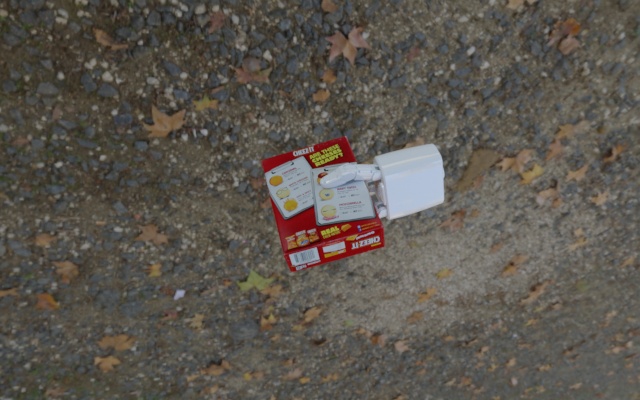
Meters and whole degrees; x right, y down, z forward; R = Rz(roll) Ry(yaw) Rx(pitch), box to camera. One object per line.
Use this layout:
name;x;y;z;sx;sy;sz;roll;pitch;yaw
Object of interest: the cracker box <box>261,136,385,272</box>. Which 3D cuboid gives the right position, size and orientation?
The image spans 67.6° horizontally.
cracker box;0.000;0.003;0.825;0.164;0.213;0.072;-16;-39;-3
